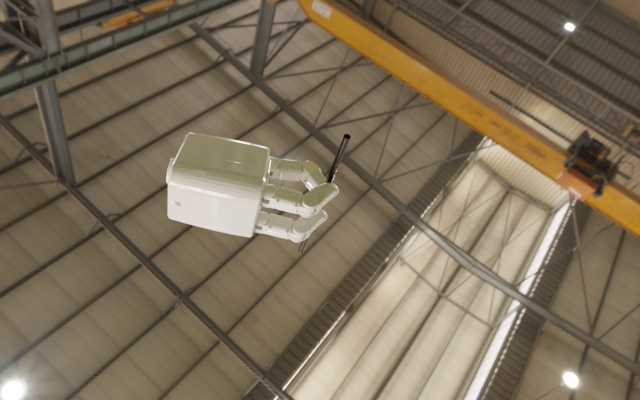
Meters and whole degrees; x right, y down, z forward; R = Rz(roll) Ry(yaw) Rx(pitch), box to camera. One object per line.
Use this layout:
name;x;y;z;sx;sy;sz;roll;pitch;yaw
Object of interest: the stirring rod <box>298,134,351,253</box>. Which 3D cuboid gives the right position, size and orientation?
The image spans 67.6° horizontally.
stirring rod;0.000;0.002;0.622;0.011;0.011;0.240;0;-38;-18
